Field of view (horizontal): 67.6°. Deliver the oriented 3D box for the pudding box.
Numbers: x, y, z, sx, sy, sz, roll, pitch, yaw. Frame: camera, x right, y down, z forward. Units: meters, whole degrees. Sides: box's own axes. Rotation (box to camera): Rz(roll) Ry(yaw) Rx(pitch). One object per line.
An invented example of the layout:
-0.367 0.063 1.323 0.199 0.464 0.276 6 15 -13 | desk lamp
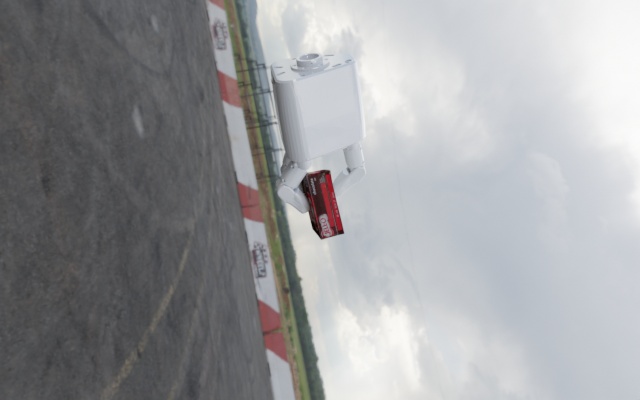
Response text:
0.000 0.002 0.681 0.039 0.090 0.113 -12 5 -4 | pudding box
